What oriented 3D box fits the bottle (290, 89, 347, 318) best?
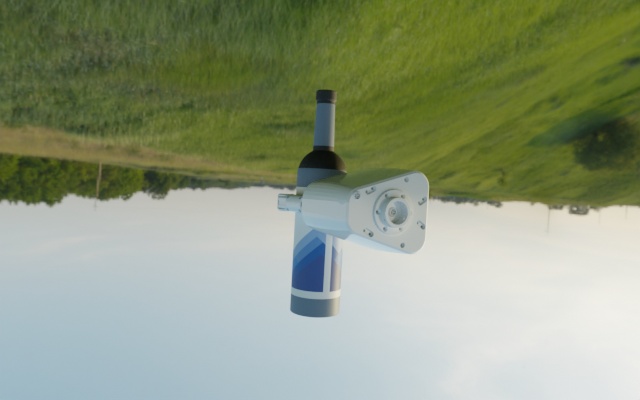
[{"bbox_3d":[0.000,0.002,0.638,0.069,0.296,0.069,3,2,0],"label":"bottle"}]
